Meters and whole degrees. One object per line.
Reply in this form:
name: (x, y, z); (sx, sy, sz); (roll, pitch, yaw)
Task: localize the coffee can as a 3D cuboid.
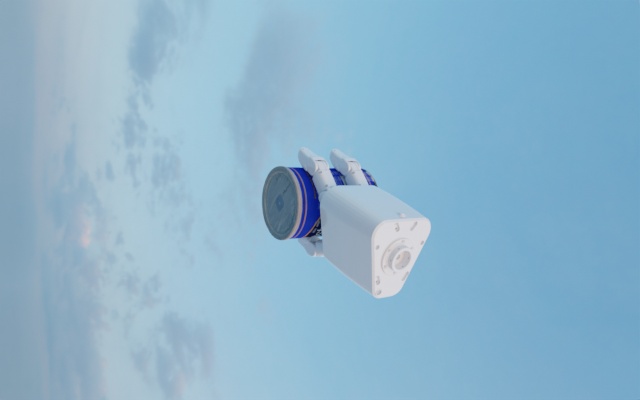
coffee can: (0.000, 0.002, 0.695); (0.140, 0.103, 0.103); (-2, 1, -34)
